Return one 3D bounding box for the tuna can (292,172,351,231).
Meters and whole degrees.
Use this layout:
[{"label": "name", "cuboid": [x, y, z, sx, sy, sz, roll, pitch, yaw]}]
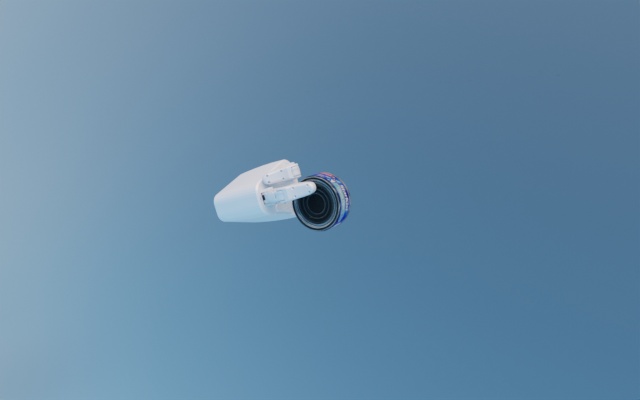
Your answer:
[{"label": "tuna can", "cuboid": [0.000, 0.002, 0.715, 0.086, 0.086, 0.033, 0, 11, 31]}]
